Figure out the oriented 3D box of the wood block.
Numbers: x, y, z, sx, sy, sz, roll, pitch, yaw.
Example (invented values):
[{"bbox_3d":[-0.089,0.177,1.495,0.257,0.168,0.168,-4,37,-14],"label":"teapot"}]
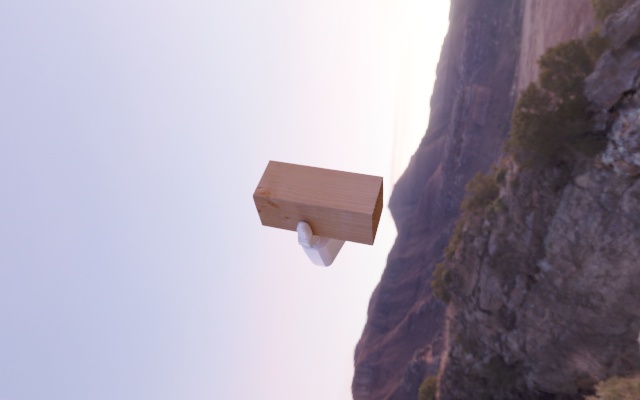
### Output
[{"bbox_3d":[0.000,0.003,0.833,0.206,0.090,0.090,9,-38,14],"label":"wood block"}]
